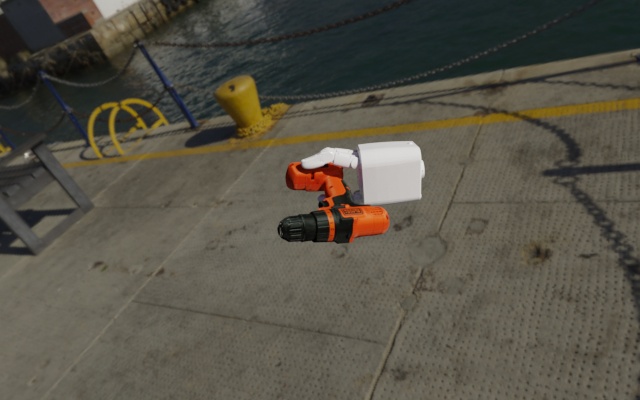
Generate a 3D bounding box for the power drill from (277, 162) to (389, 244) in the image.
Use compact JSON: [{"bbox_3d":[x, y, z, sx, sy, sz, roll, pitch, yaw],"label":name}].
[{"bbox_3d":[0.000,0.002,0.807,0.184,0.057,0.187,-3,36,-21],"label":"power drill"}]
